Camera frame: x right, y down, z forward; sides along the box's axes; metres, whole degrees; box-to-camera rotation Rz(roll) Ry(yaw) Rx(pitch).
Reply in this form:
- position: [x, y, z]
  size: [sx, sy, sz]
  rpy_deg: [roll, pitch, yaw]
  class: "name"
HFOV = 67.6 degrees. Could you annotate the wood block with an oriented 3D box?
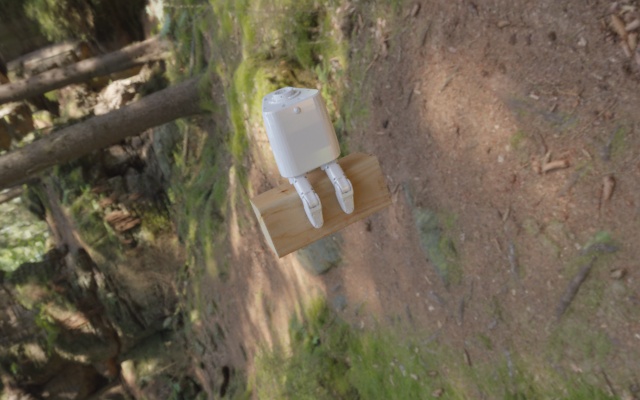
- position: [0.000, 0.002, 0.790]
  size: [0.206, 0.090, 0.091]
  rpy_deg: [-25, 17, -12]
  class: "wood block"
